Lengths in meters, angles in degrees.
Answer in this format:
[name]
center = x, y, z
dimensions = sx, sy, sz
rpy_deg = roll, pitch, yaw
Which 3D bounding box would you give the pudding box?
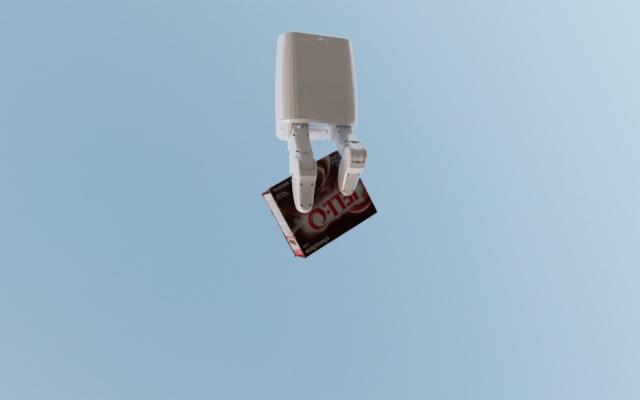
[pudding box]
center = 0.000, 0.002, 0.563
dimensions = 0.113, 0.090, 0.039
rpy_deg = -31, 7, -21
